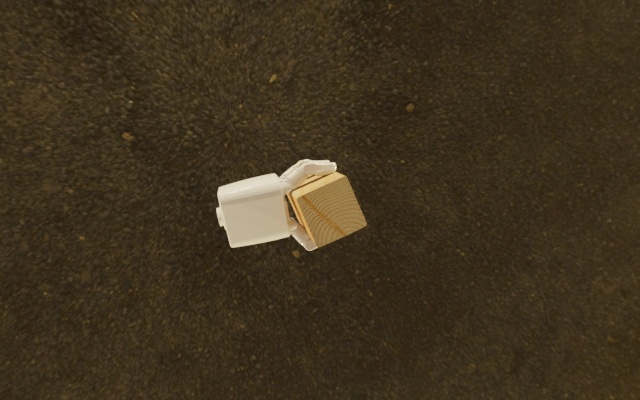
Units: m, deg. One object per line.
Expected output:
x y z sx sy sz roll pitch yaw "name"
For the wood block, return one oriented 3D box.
0.000 0.003 0.849 0.090 0.091 0.206 -25 12 -6 "wood block"
